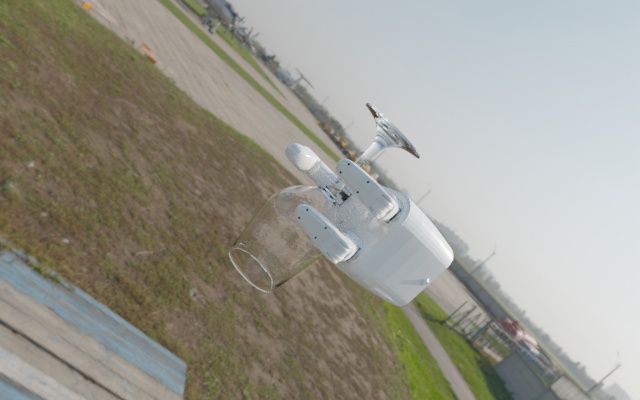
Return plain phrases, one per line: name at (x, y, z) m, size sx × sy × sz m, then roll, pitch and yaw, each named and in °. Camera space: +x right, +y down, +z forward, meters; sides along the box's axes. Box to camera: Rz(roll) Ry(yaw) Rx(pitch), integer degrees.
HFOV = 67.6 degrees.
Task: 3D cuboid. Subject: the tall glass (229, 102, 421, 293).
tall glass at (0.000, 0.001, 0.472) m, size 0.201 × 0.079 × 0.079 m, roll -44°, pitch -7°, yaw 7°
